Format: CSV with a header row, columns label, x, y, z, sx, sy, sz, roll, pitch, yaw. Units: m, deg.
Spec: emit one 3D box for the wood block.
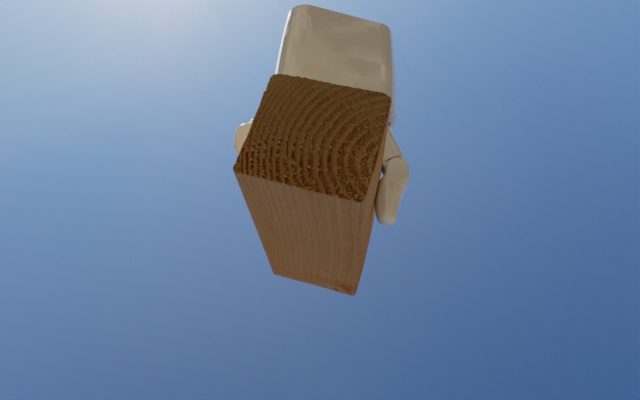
label,x,y,z,sx,sy,sz,roll,pitch,yaw
wood block,0.000,0.001,0.411,0.091,0.090,0.206,13,-26,9
